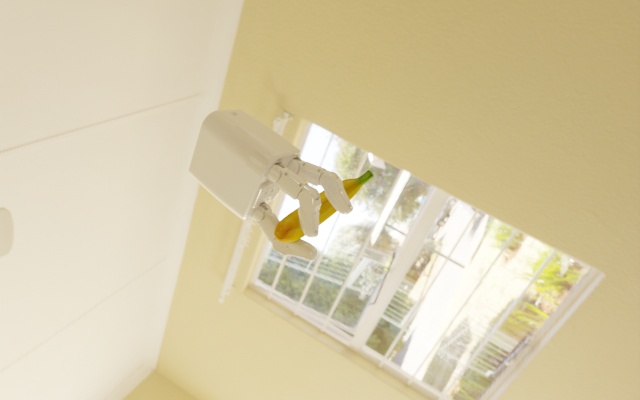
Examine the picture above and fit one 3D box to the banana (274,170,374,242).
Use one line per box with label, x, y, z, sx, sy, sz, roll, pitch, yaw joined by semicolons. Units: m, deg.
banana;-0.005;0.011;0.649;0.197;0.037;0.070;-36;-13;-42
